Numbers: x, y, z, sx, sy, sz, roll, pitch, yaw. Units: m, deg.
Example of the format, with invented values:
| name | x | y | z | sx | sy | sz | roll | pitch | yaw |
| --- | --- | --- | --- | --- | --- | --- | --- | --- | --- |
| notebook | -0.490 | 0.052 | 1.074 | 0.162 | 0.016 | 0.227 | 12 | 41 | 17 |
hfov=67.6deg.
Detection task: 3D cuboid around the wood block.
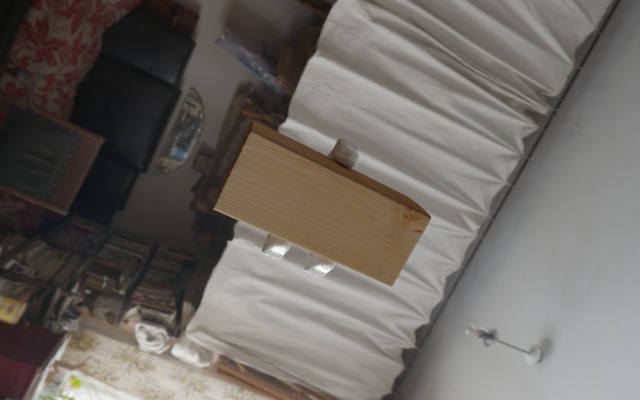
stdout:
| name | x | y | z | sx | sy | sz | roll | pitch | yaw |
| --- | --- | --- | --- | --- | --- | --- | --- | --- | --- |
| wood block | 0.000 | 0.001 | 0.522 | 0.206 | 0.091 | 0.090 | 25 | 11 | -13 |
